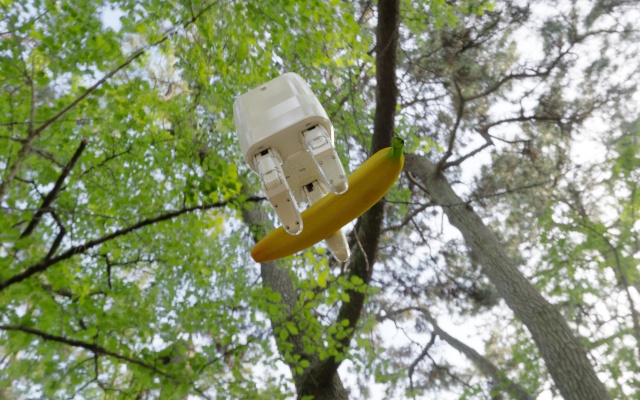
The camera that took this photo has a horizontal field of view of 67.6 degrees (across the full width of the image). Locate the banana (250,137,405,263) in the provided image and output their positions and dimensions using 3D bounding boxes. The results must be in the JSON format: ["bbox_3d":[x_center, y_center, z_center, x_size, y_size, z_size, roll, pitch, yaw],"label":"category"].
[{"bbox_3d":[0.013,0.003,0.480,0.198,0.037,0.070,-40,-32,22],"label":"banana"}]
